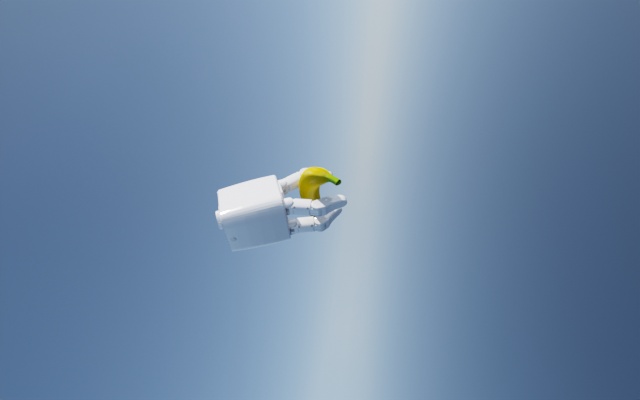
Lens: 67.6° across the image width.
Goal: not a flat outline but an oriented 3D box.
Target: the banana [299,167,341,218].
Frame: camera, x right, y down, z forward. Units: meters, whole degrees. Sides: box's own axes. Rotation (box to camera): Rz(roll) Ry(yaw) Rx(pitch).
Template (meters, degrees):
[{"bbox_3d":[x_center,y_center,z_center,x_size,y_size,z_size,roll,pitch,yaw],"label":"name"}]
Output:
[{"bbox_3d":[-0.011,-0.013,0.840,0.037,0.069,0.198,-34,-13,-17],"label":"banana"}]
